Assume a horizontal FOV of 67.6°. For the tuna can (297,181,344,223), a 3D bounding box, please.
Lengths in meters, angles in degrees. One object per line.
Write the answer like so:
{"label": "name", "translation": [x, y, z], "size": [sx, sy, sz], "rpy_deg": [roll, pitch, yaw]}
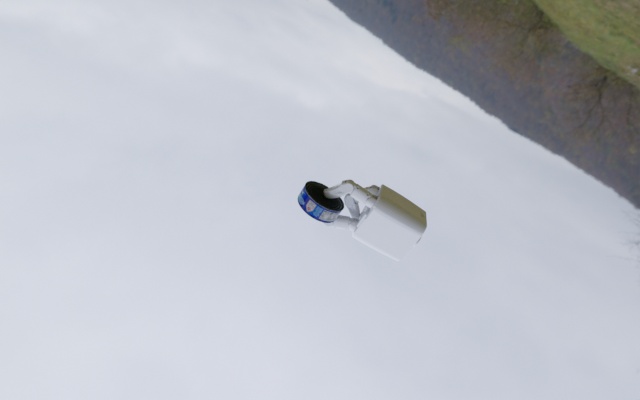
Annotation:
{"label": "tuna can", "translation": [0.000, 0.003, 0.899], "size": [0.086, 0.034, 0.086], "rpy_deg": [27, 27, -15]}
